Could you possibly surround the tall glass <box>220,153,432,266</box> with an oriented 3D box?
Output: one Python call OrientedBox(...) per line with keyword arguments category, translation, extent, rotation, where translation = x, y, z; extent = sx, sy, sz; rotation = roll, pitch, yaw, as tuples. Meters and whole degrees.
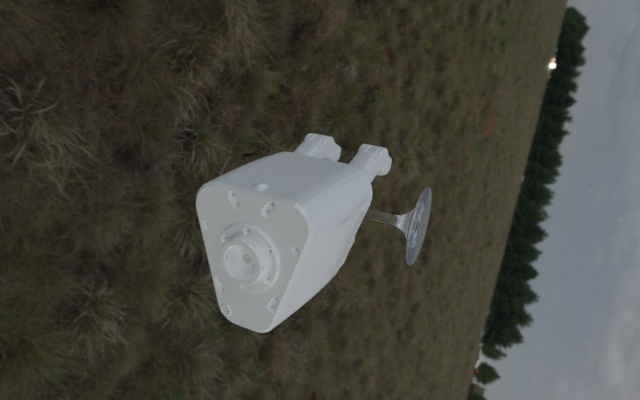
OrientedBox(category="tall glass", translation=(0.001, 0.002, 0.467), extent=(0.201, 0.079, 0.079), rotation=(14, 5, 22))
